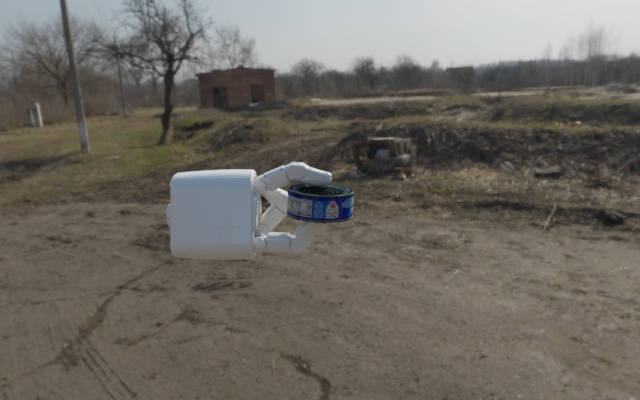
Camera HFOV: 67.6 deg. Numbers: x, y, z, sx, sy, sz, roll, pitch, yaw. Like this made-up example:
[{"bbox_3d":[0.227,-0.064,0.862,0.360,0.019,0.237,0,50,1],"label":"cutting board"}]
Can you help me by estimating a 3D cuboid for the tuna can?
[{"bbox_3d":[0.000,0.001,0.609,0.086,0.034,0.086,3,12,-1],"label":"tuna can"}]
